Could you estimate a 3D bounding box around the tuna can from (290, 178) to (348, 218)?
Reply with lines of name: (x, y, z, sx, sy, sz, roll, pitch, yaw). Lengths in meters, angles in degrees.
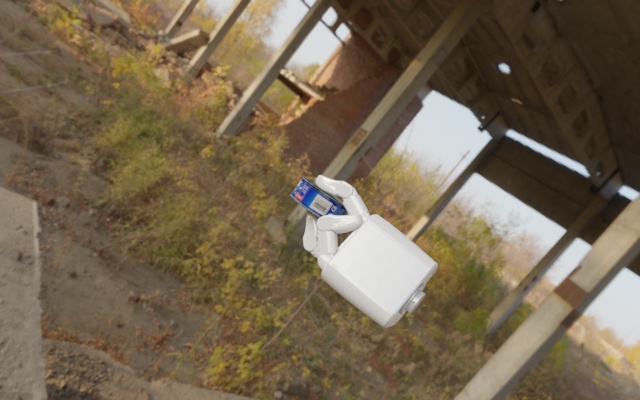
tuna can: (0.000, 0.002, 0.701, 0.086, 0.034, 0.086, 33, 4, -3)
